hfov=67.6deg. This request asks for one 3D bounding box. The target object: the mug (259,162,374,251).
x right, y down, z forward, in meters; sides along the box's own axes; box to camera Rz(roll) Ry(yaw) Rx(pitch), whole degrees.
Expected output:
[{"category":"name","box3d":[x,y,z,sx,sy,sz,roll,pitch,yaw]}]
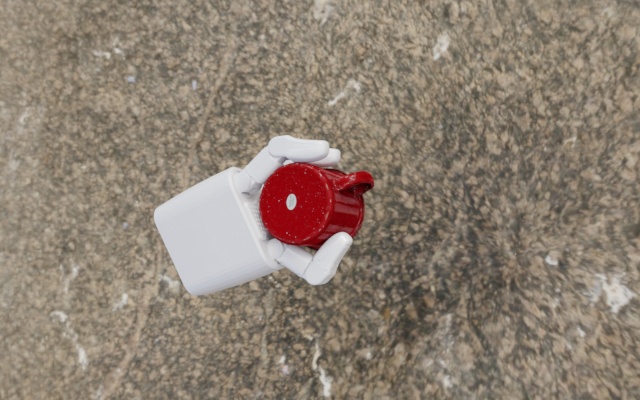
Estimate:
[{"category":"mug","box3d":[0.001,0.001,0.489,0.117,0.093,0.081,-24,-14,19]}]
